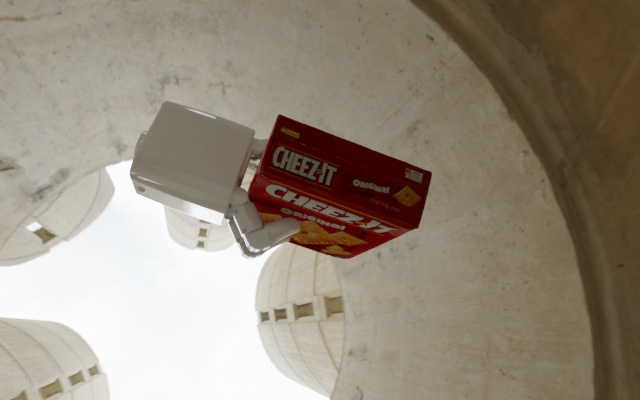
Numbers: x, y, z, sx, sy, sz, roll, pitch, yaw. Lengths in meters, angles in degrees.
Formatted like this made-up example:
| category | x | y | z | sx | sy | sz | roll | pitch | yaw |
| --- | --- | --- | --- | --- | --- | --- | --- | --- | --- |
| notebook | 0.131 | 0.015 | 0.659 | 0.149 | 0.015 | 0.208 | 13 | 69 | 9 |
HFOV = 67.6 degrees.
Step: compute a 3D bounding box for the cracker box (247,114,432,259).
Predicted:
| category | x | y | z | sx | sy | sz | roll | pitch | yaw |
| --- | --- | --- | --- | --- | --- | --- | --- | --- | --- |
| cracker box | 0.000 | 0.002 | 0.546 | 0.164 | 0.072 | 0.214 | 19 | -19 | -10 |
